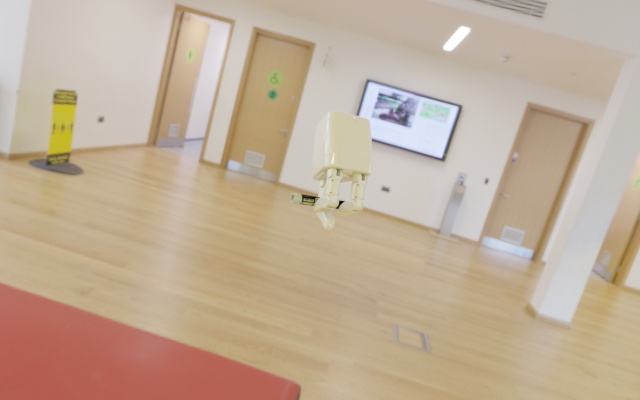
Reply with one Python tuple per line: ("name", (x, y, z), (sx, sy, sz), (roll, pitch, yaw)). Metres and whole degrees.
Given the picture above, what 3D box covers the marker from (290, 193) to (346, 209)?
("marker", (0.000, 0.003, 0.883), (0.121, 0.020, 0.020), (9, -5, -32))
